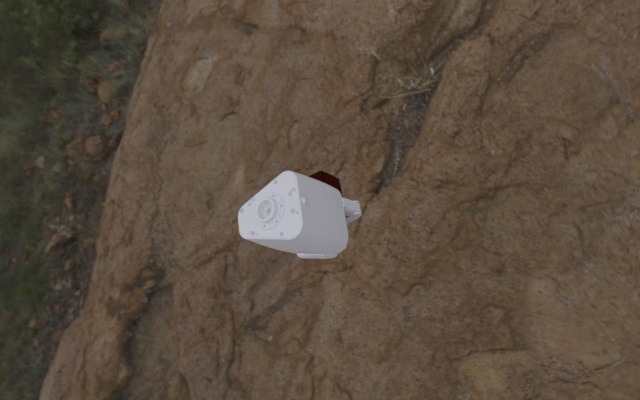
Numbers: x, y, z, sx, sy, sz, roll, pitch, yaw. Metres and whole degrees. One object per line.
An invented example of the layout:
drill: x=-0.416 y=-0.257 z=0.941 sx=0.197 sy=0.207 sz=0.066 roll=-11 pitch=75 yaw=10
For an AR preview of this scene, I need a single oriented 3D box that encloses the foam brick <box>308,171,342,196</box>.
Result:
foam brick: x=0.000 y=0.002 z=0.731 sx=0.053 sy=0.078 sz=0.051 roll=-22 pitch=-25 yaw=30
